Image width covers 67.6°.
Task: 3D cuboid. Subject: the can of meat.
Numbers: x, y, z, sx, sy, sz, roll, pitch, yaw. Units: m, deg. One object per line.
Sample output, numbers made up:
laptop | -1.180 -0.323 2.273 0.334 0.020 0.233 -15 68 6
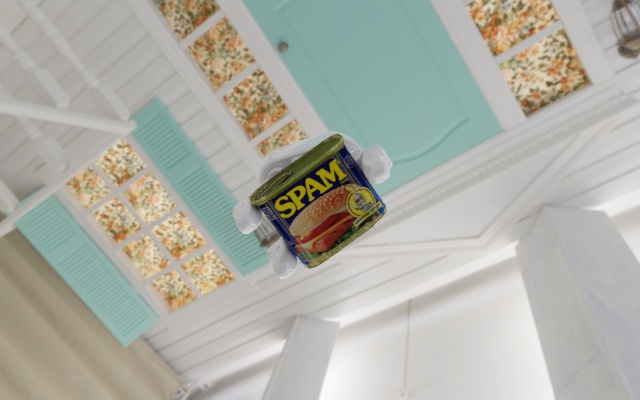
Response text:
can of meat | 0.000 0.002 0.448 0.102 0.084 0.057 -35 15 1
